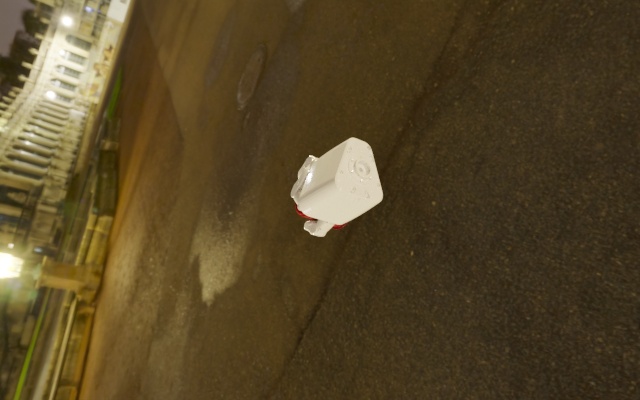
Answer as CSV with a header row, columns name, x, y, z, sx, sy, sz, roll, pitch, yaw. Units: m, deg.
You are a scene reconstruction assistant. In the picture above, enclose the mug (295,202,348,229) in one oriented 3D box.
name,x,y,z,sx,sy,sz,roll,pitch,yaw
mug,-0.001,0.003,0.891,0.081,0.093,0.117,18,-29,-28
